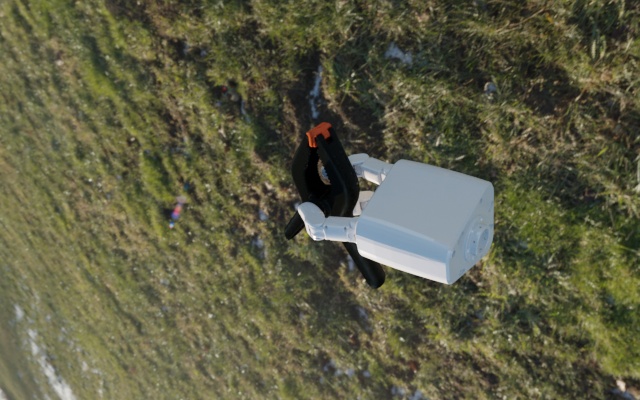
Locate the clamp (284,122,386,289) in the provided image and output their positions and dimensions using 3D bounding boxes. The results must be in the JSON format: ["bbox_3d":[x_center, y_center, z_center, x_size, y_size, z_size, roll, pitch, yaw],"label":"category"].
[{"bbox_3d":[0.000,0.002,0.583,0.164,0.210,0.036,18,44,38],"label":"clamp"}]
